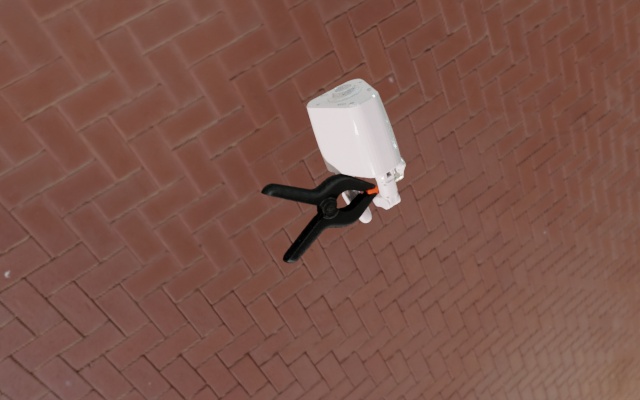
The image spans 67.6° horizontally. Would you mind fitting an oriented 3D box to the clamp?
[{"bbox_3d":[0.001,0.002,0.681,0.171,0.120,0.039,-31,29,-15],"label":"clamp"}]
